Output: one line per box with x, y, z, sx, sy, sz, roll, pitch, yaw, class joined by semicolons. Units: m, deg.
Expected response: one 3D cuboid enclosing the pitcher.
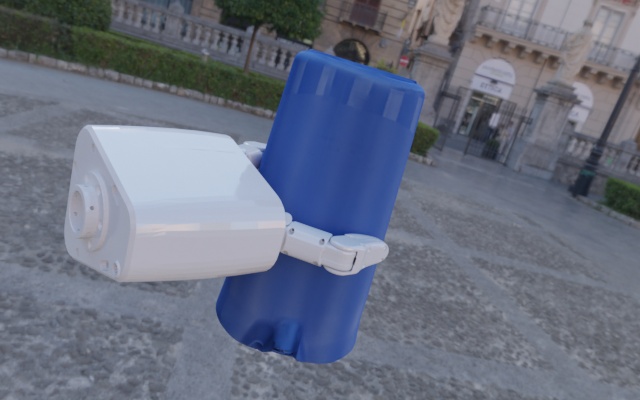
0.000;0.001;0.421;0.145;0.243;0.149;0;23;-44;pitcher
